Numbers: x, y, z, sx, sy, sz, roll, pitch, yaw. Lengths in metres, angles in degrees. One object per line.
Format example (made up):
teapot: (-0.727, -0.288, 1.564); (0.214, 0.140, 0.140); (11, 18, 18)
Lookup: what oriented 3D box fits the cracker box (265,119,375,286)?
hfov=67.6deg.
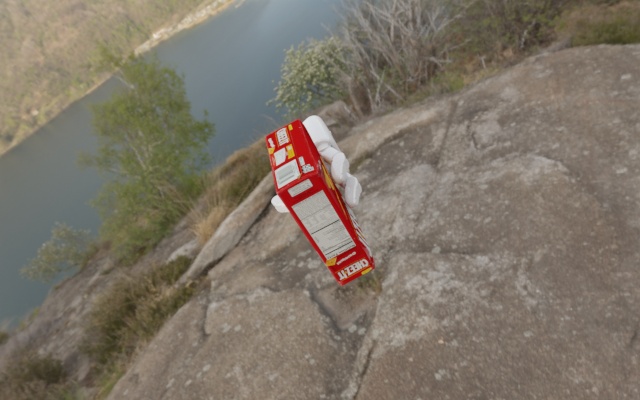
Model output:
cracker box: (0.000, 0.002, 0.747); (0.072, 0.214, 0.164); (-28, 36, 7)
